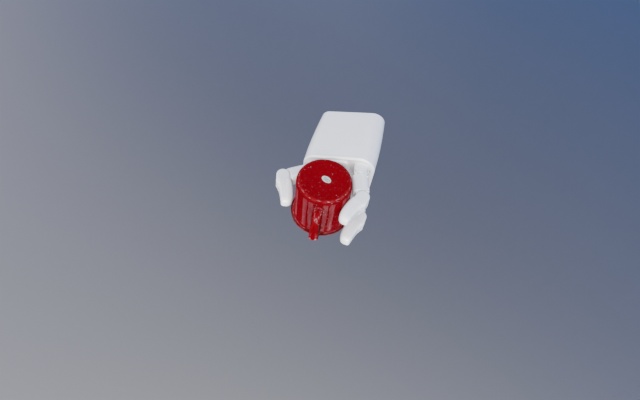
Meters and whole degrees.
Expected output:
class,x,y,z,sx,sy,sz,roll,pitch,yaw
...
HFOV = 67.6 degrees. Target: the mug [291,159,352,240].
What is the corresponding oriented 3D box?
class,x,y,z,sx,sy,sz,roll,pitch,yaw
mug,0.000,0.003,0.703,0.093,0.117,0.082,14,-34,4
